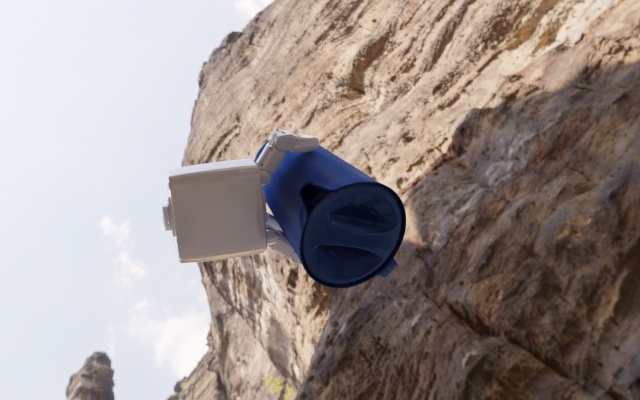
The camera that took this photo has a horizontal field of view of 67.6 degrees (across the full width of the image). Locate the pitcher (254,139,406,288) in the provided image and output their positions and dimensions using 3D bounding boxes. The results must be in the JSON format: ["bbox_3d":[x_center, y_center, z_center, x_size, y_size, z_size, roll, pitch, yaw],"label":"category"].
[{"bbox_3d":[0.000,0.002,0.628,0.145,0.149,0.242,-8,27,-22],"label":"pitcher"}]
